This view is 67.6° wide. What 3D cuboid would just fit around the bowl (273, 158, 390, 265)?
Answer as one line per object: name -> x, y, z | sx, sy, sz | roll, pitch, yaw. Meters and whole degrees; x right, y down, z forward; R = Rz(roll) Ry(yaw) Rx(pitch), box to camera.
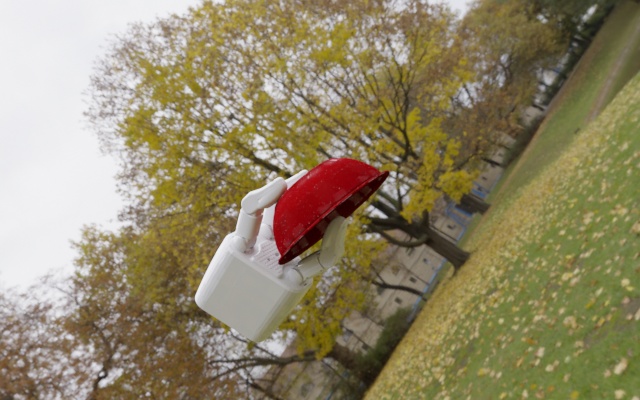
bowl -> 0.001, 0.001, 0.542 | 0.162, 0.055, 0.162 | -39, -8, -7
